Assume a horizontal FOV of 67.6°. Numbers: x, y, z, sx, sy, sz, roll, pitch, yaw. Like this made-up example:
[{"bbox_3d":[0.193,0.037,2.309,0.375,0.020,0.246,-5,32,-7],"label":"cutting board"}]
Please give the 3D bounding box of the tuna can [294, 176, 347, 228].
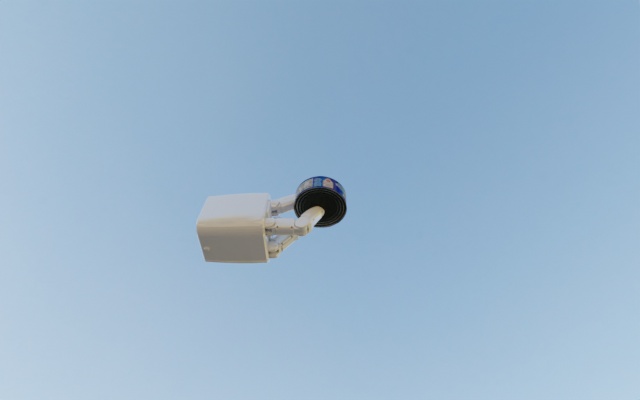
[{"bbox_3d":[0.000,0.002,0.779,0.086,0.086,0.033,0,40,3],"label":"tuna can"}]
